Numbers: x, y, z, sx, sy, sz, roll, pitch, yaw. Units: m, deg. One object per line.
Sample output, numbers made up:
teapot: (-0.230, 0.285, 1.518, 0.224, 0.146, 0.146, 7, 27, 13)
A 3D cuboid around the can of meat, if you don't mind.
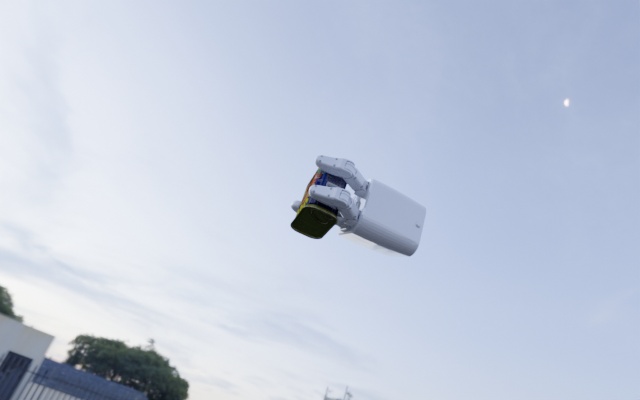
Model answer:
can of meat: (0.000, 0.002, 0.761, 0.057, 0.084, 0.102, 24, -30, -8)
